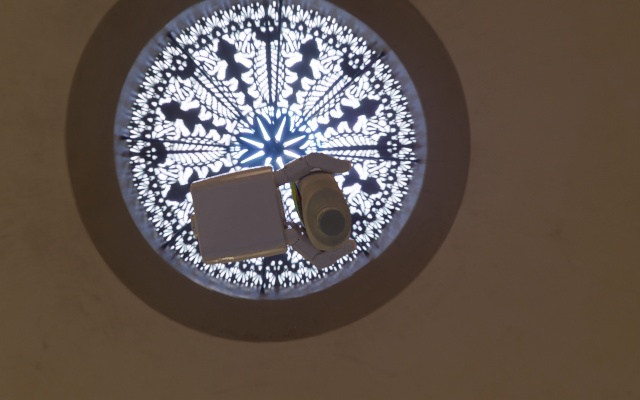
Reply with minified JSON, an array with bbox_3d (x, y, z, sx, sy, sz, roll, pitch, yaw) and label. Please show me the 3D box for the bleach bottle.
[{"bbox_3d":[0.000,0.002,0.620,0.068,0.102,0.251,-11,7,-4],"label":"bleach bottle"}]
